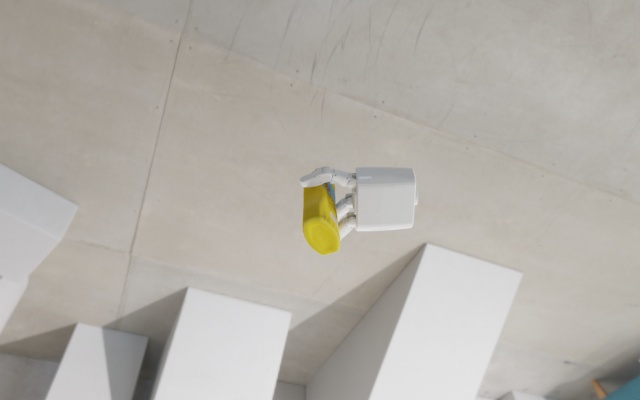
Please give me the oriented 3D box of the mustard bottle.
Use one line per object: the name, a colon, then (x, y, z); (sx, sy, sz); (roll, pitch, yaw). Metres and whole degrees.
mustard bottle: (0.000, 0.003, 0.892); (0.058, 0.096, 0.191); (-19, 39, 14)
